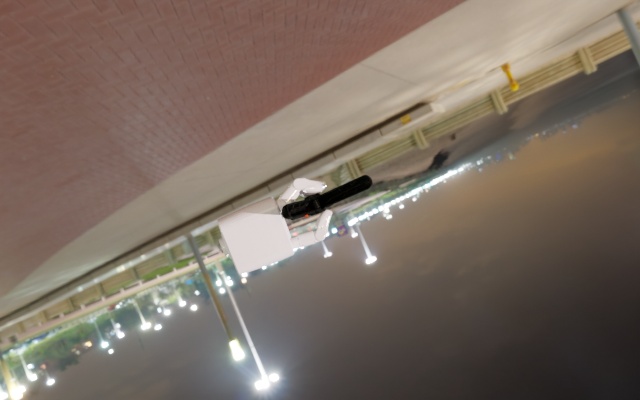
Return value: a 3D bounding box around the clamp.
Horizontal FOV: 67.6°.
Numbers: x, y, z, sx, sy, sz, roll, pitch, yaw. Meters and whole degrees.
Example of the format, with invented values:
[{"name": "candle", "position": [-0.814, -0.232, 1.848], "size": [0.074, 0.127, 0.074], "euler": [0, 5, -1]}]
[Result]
[{"name": "clamp", "position": [0.000, 0.004, 0.872], "size": [0.164, 0.036, 0.210], "euler": [-20, -3, -10]}]
